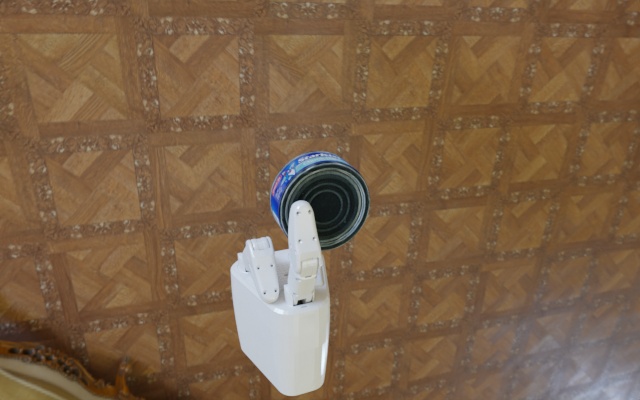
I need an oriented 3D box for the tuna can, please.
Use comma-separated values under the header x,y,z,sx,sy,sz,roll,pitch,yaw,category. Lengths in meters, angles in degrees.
x,y,z,sx,sy,sz,roll,pitch,yaw,category
0.000,0.002,0.426,0.086,0.086,0.033,0,20,-19,tuna can
